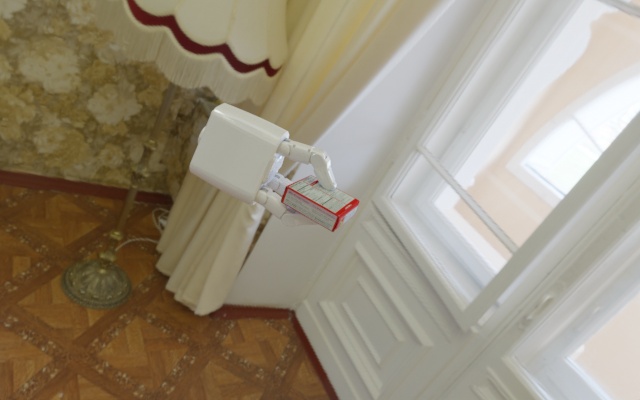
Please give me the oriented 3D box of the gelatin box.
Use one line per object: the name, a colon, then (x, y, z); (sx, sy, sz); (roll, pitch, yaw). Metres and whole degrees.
gelatin box: (0.001, 0.002, 0.672); (0.089, 0.030, 0.073); (28, 27, 16)
